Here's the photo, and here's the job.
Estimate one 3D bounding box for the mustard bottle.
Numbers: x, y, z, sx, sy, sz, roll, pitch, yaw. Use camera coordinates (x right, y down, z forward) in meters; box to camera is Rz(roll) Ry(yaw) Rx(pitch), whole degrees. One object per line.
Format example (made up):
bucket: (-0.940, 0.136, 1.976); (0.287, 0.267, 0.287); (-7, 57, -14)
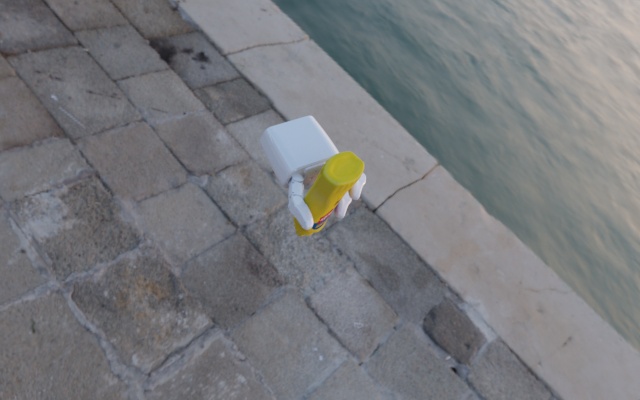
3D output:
mustard bottle: (0.000, 0.003, 0.828); (0.096, 0.058, 0.192); (-43, -9, -46)
